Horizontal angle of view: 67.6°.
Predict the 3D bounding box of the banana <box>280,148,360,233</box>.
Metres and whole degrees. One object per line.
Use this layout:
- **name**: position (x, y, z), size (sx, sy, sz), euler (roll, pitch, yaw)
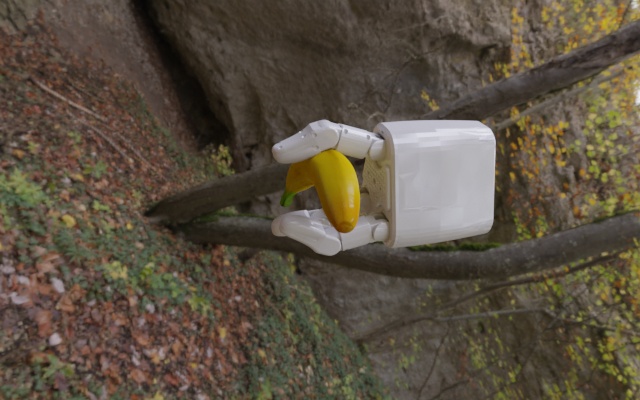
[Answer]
- **banana**: position (0.001, -0.017, 0.444), size (0.037, 0.069, 0.198), euler (5, 3, -16)
